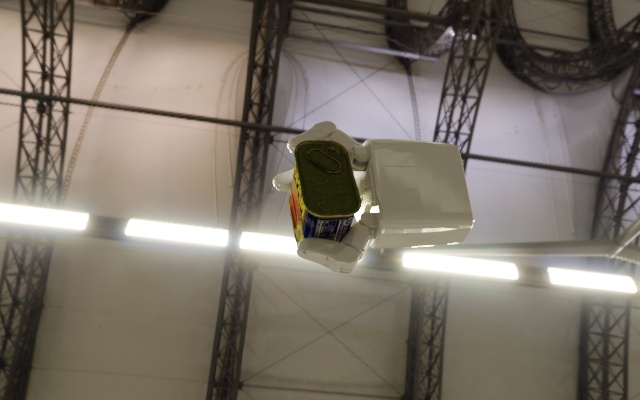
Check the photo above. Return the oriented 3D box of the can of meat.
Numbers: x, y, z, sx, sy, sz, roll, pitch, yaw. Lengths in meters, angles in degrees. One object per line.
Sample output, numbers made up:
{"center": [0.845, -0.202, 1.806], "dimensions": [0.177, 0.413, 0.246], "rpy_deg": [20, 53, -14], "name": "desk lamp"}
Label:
{"center": [0.000, 0.002, 0.503], "dimensions": [0.057, 0.102, 0.084], "rpy_deg": [-2, -39, -13], "name": "can of meat"}
